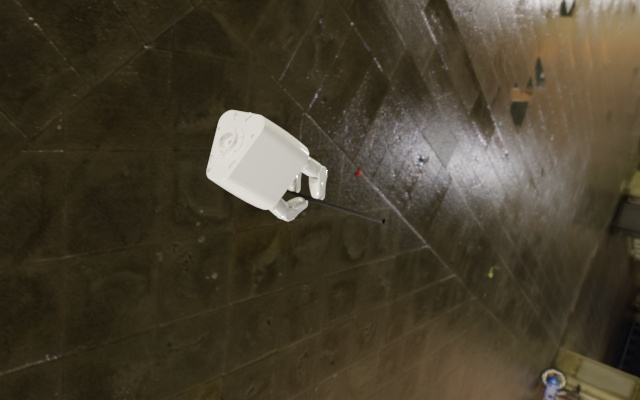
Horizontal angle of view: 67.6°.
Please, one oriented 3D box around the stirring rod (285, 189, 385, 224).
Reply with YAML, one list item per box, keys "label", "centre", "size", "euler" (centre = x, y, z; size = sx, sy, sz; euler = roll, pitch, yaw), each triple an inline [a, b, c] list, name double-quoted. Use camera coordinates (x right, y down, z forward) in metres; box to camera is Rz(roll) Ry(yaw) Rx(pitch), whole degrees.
- label: "stirring rod"
  centre: [0.000, 0.002, 0.759]
  size: [0.239, 0.011, 0.011]
  euler: [17, 10, 38]
